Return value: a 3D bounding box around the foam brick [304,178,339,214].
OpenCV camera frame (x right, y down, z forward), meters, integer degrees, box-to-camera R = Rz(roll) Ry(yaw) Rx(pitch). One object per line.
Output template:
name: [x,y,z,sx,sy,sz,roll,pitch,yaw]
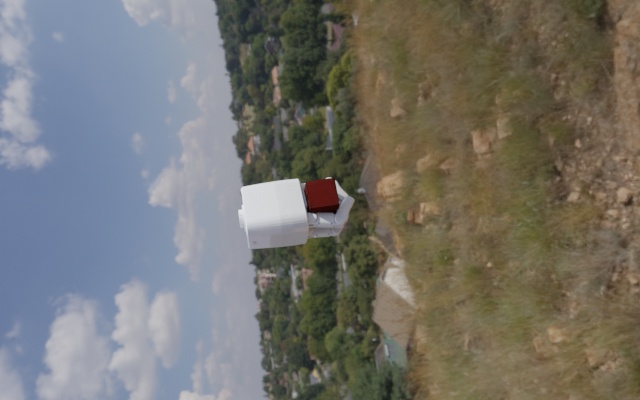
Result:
foam brick: [0.000,0.003,0.841,0.051,0.053,0.078,-7,-24,-9]
